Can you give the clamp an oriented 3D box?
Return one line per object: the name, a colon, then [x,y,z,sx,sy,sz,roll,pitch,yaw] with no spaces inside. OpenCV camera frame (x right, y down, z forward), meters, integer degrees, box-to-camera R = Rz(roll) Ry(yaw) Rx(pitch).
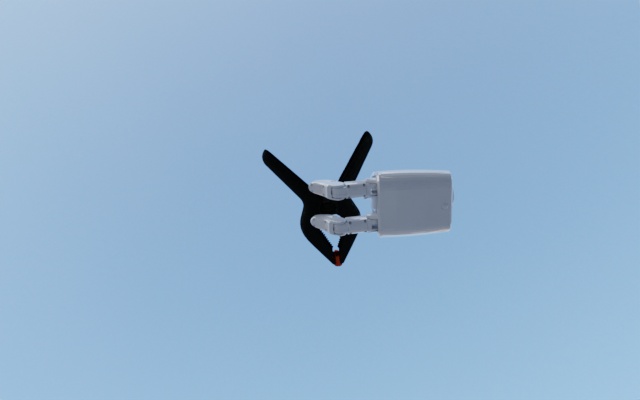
clamp: [0.000,0.003,0.732,0.164,0.210,0.036,-3,19,1]
